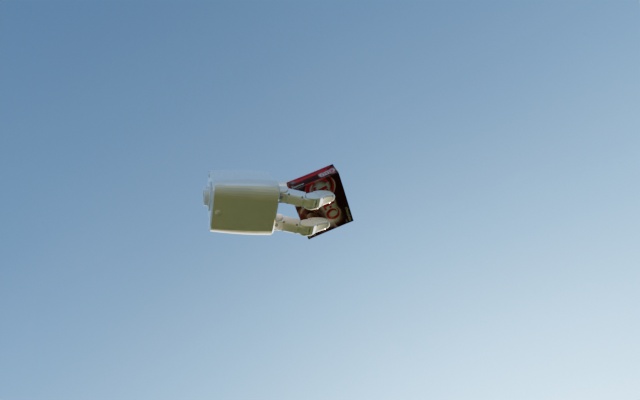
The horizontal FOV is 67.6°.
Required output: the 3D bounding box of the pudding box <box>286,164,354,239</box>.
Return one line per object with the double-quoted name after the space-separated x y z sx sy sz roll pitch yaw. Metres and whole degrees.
0.000 0.003 0.839 0.090 0.114 0.039 -22 37 -3 "pudding box"
